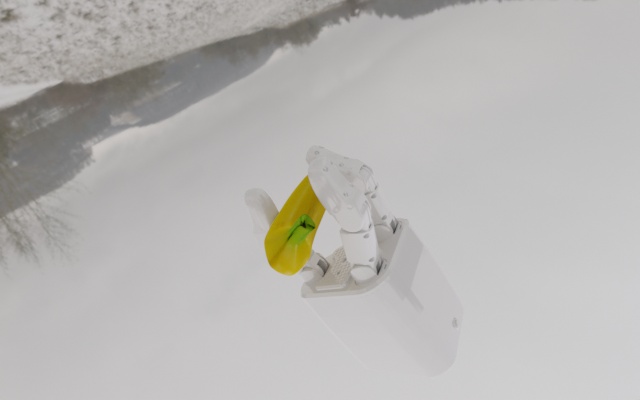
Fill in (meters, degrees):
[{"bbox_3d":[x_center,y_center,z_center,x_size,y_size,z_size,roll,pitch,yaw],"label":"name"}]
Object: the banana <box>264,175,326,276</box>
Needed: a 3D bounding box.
[{"bbox_3d":[-0.013,0.015,0.405,0.069,0.037,0.197,-44,9,16],"label":"banana"}]
